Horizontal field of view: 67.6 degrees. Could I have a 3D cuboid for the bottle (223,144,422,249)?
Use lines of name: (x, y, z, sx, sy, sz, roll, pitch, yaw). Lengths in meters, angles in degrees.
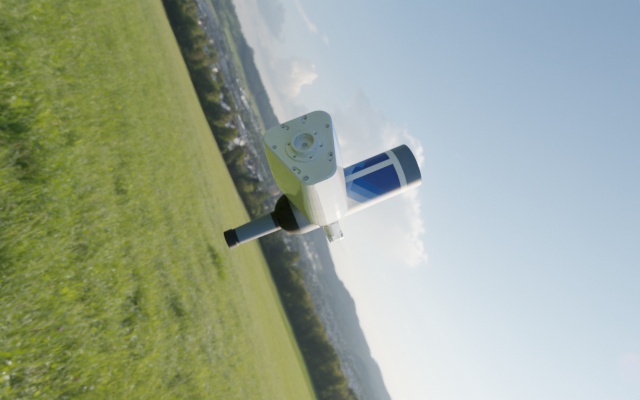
bottle: (0.000, 0.002, 0.701, 0.295, 0.069, 0.069, -22, 1, -4)
